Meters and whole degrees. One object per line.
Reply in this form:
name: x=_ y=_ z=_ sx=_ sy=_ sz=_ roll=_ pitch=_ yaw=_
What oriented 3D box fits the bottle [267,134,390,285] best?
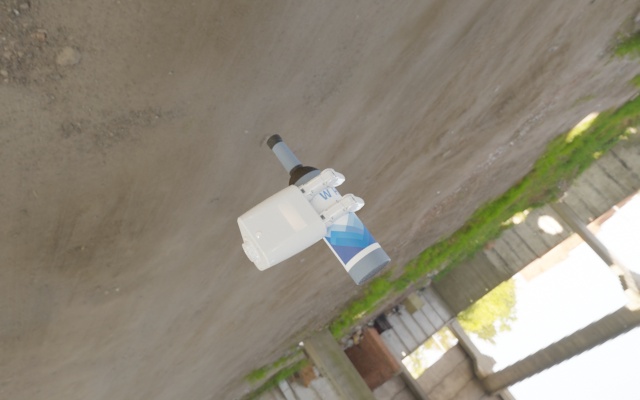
bottle: x=0.000 y=0.003 z=0.801 sx=0.069 sy=0.295 sz=0.069 roll=-33 pitch=-19 yaw=-13
